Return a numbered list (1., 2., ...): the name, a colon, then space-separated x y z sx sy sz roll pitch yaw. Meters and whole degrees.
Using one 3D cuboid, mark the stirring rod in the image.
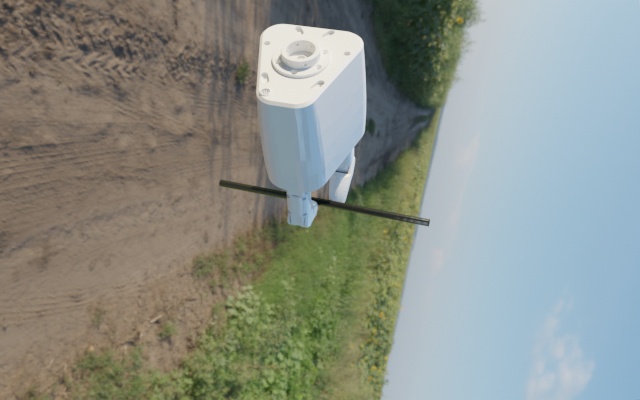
1. stirring rod: 0.000 0.002 0.531 0.239 0.011 0.011 11 2 11
